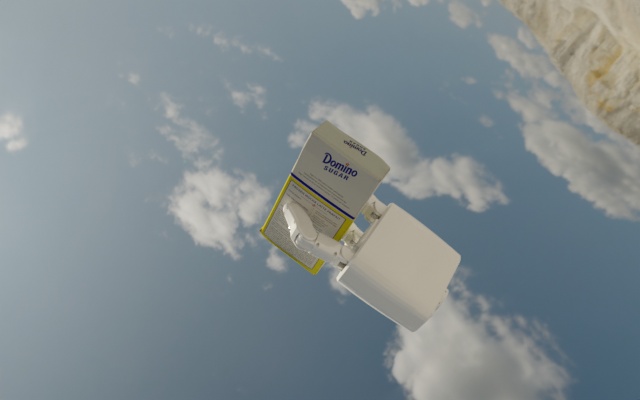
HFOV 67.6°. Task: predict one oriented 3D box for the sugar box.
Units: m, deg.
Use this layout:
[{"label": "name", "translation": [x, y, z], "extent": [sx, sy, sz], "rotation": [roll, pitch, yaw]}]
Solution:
[{"label": "sugar box", "translation": [0.000, 0.002, 0.569], "extent": [0.093, 0.176, 0.048], "rotation": [37, 37, 5]}]
